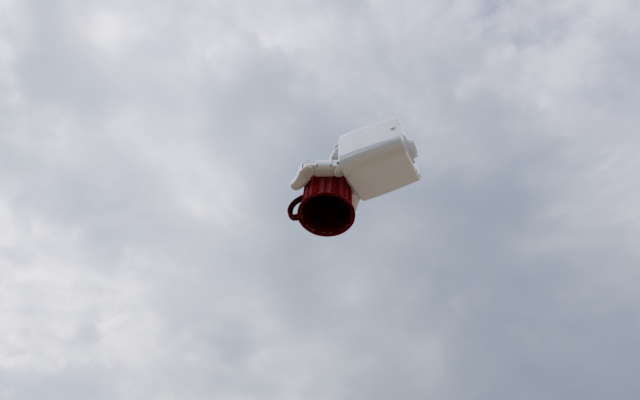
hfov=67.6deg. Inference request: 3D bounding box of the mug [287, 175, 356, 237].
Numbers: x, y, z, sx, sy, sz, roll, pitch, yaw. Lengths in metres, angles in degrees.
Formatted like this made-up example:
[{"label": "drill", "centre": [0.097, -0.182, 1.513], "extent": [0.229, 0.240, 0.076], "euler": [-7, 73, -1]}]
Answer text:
[{"label": "mug", "centre": [-0.001, 0.003, 0.793], "extent": [0.117, 0.093, 0.081], "euler": [-18, 35, 17]}]
